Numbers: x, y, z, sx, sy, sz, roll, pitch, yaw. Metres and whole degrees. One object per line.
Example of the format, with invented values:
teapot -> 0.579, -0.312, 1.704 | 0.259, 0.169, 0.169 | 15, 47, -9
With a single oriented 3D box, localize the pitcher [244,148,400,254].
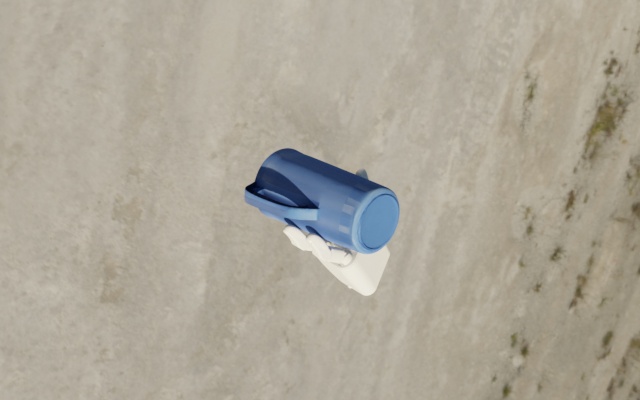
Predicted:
pitcher -> 0.000, 0.003, 0.792 | 0.242, 0.149, 0.145 | 22, -22, 44
